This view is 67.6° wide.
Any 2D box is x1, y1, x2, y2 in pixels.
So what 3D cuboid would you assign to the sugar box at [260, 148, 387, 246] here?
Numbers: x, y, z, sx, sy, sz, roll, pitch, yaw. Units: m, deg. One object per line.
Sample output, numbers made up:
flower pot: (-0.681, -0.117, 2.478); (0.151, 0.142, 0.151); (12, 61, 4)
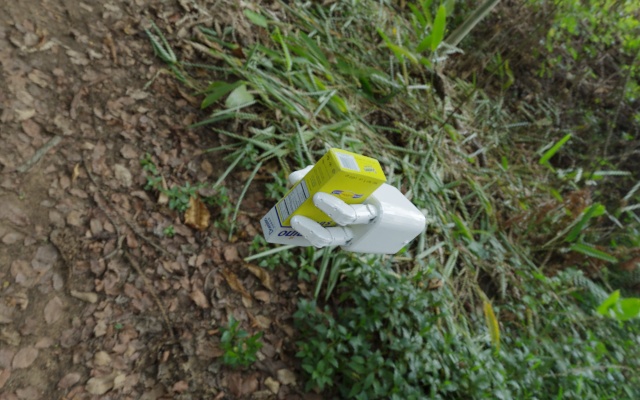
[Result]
sugar box: (0.000, 0.003, 0.683); (0.093, 0.048, 0.176); (10, -45, -40)
